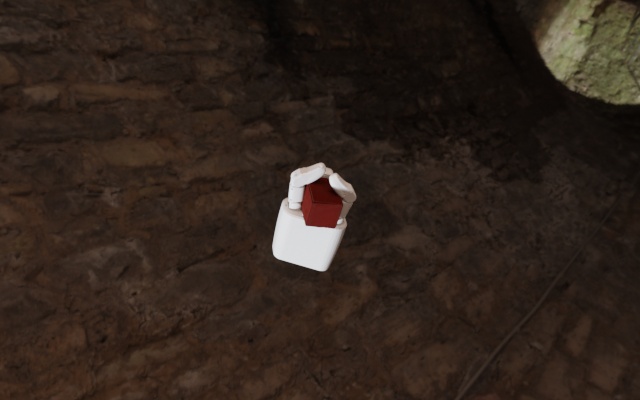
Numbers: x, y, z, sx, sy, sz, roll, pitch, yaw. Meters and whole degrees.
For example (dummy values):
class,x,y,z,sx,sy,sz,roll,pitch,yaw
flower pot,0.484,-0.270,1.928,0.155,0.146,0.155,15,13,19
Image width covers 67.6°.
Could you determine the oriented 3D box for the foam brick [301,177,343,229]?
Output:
class,x,y,z,sx,sy,sz,roll,pitch,yaw
foam brick,0.000,0.003,0.791,0.053,0.051,0.078,7,34,-16
